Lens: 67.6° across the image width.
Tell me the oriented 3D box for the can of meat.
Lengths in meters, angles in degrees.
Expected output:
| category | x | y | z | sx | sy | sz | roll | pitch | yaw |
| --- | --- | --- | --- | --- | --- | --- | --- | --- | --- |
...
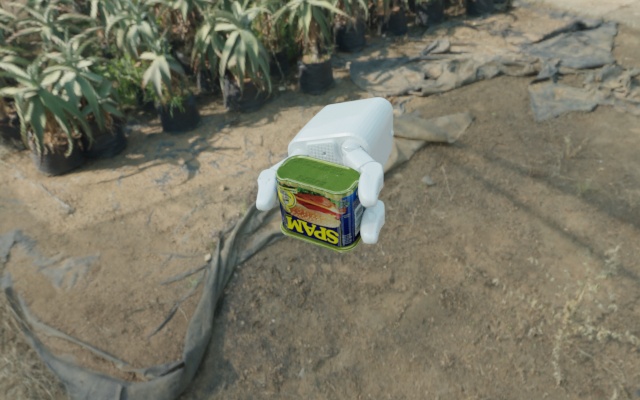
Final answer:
| category | x | y | z | sx | sy | sz | roll | pitch | yaw |
| --- | --- | --- | --- | --- | --- | --- | --- | --- | --- |
| can of meat | 0.000 | 0.002 | 0.548 | 0.102 | 0.084 | 0.057 | 16 | 43 | 24 |
